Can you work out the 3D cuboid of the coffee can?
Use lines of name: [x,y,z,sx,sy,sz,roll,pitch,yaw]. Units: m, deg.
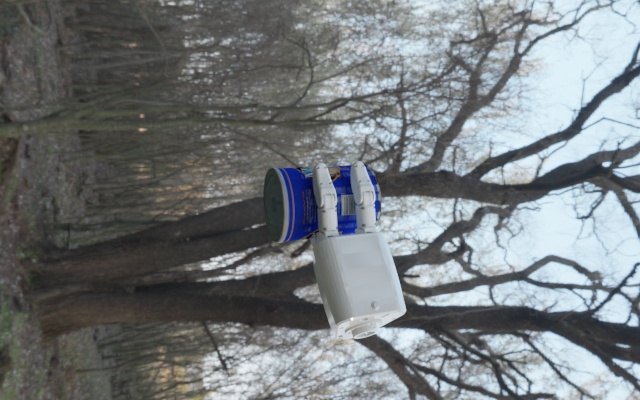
coffee can: [0.000,0.002,0.673,0.140,0.103,0.103,-4,1,-21]
